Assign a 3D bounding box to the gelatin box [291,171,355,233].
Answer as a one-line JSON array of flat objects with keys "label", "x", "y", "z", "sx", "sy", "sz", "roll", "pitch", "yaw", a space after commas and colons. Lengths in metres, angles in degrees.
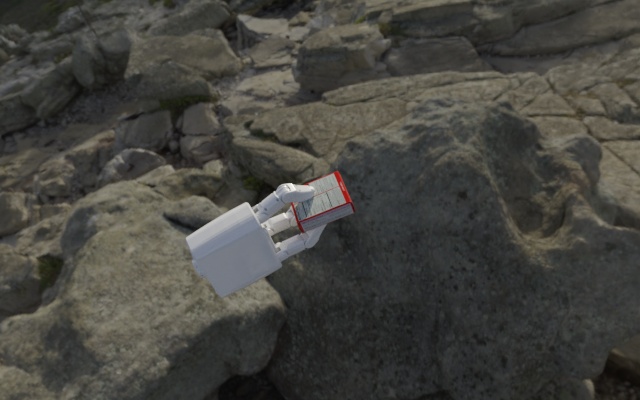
[{"label": "gelatin box", "x": 0.000, "y": 0.002, "z": 0.736, "sx": 0.089, "sy": 0.073, "sz": 0.030, "roll": -23, "pitch": -45, "yaw": 2}]
